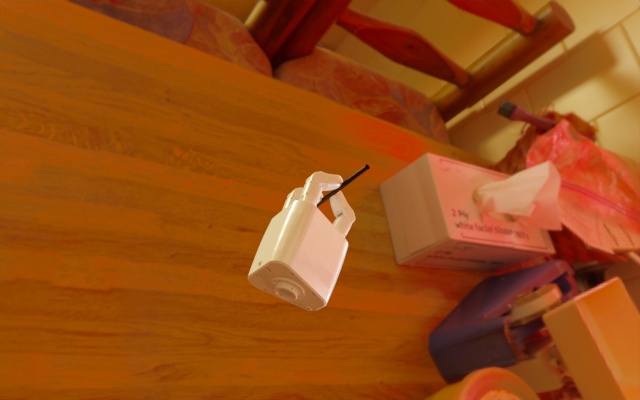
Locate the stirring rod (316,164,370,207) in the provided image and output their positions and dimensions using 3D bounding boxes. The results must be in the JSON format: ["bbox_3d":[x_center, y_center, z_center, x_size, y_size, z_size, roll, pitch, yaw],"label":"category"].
[{"bbox_3d":[0.000,0.003,0.764,0.011,0.011,0.240,0,-25,-38],"label":"stirring rod"}]
